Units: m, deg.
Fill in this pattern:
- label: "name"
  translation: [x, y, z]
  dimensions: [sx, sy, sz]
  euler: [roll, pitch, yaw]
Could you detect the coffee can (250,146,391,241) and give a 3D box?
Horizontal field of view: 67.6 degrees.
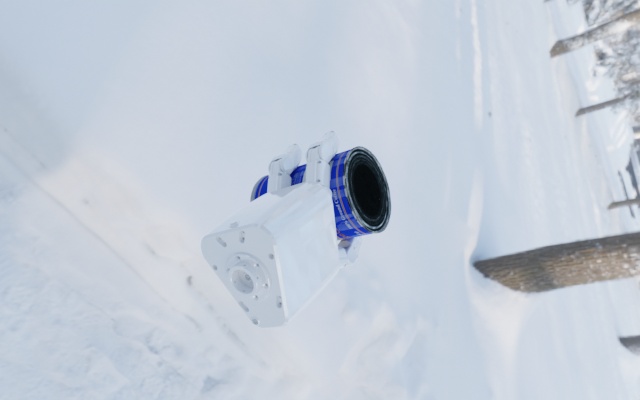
- label: "coffee can"
  translation: [0.000, 0.002, 0.582]
  dimensions: [0.140, 0.103, 0.103]
  euler: [-15, -8, 33]
